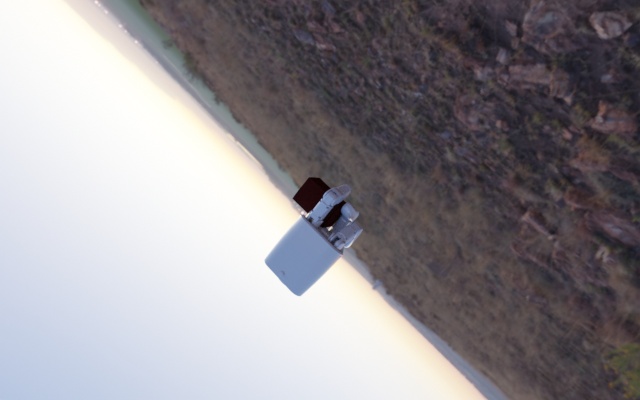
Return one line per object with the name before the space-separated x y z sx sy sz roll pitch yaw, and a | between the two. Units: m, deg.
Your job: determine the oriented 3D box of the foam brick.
foam brick | 0.000 0.002 0.841 0.078 0.051 0.053 44 15 17
